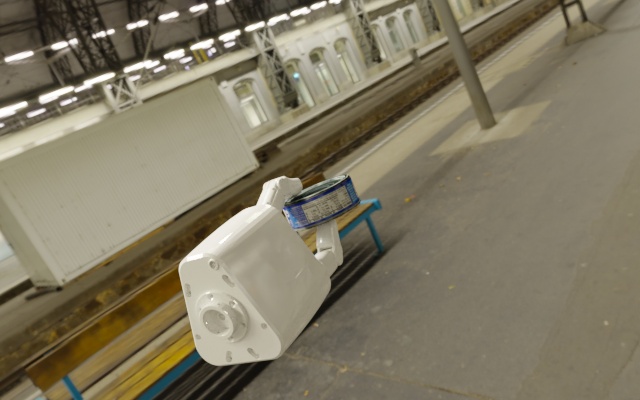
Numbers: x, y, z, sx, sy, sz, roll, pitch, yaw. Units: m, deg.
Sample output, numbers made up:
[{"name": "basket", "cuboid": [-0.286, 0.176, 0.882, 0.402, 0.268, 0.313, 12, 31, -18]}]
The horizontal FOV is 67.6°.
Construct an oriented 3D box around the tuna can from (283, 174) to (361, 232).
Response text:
[{"name": "tuna can", "cuboid": [0.000, 0.001, 0.539, 0.086, 0.034, 0.086, -23, 8, 4]}]
